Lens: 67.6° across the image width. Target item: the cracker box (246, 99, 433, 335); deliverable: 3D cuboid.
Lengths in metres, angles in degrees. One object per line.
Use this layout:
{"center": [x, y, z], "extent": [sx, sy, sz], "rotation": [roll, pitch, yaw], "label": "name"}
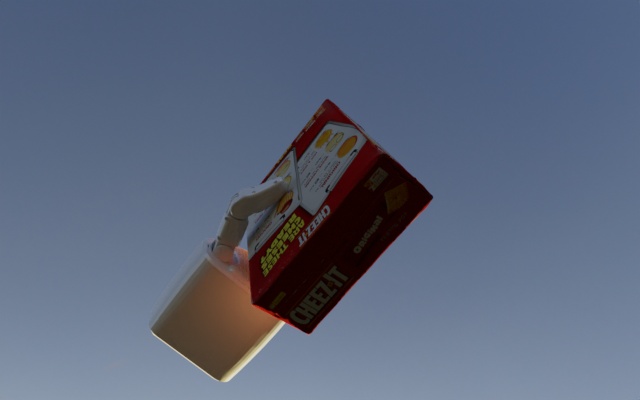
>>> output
{"center": [0.000, 0.001, 0.478], "extent": [0.072, 0.164, 0.213], "rotation": [35, 12, -23], "label": "cracker box"}
